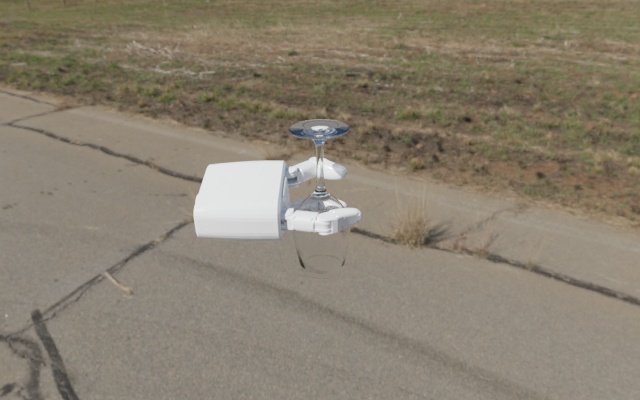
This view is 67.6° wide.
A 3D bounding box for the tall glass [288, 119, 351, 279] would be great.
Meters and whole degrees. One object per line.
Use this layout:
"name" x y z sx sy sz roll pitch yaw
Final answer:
"tall glass" 0.000 0.001 0.620 0.079 0.201 0.079 -1 26 1
